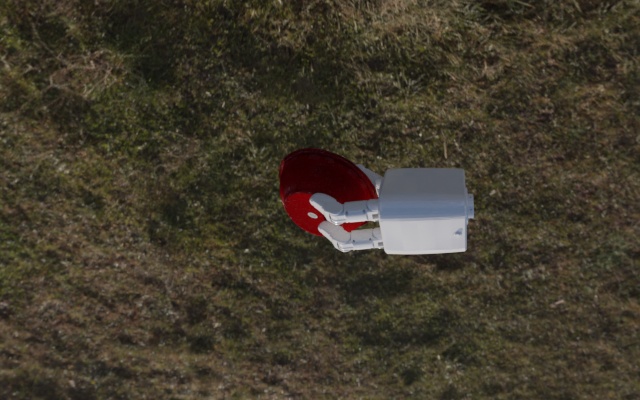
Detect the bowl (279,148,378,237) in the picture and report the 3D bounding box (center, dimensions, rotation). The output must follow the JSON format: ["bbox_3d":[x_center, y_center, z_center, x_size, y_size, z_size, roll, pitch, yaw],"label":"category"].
[{"bbox_3d":[-0.001,0.003,0.701,0.162,0.162,0.055,0,44,34],"label":"bowl"}]
